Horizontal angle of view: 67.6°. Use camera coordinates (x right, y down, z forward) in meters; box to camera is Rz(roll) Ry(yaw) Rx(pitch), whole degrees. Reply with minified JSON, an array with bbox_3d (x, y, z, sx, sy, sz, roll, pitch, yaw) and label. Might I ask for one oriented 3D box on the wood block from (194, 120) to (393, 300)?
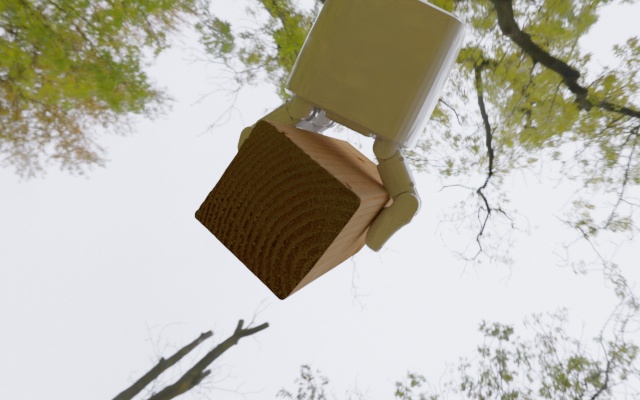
[{"bbox_3d":[0.001,0.001,0.412,0.091,0.090,0.206,41,14,12],"label":"wood block"}]
